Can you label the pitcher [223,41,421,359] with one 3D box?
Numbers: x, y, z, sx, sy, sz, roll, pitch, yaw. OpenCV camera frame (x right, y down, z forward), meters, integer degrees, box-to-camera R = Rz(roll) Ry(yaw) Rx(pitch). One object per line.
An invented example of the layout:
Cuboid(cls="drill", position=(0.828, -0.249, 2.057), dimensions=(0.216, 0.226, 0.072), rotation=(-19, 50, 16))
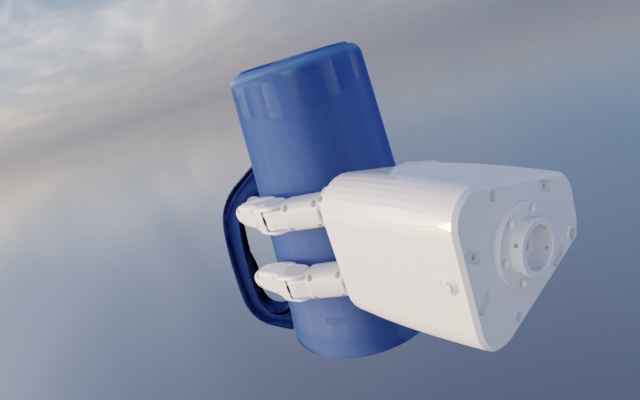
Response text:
Cuboid(cls="pitcher", position=(0.000, 0.001, 0.412), dimensions=(0.149, 0.243, 0.145), rotation=(-26, 19, -31))
